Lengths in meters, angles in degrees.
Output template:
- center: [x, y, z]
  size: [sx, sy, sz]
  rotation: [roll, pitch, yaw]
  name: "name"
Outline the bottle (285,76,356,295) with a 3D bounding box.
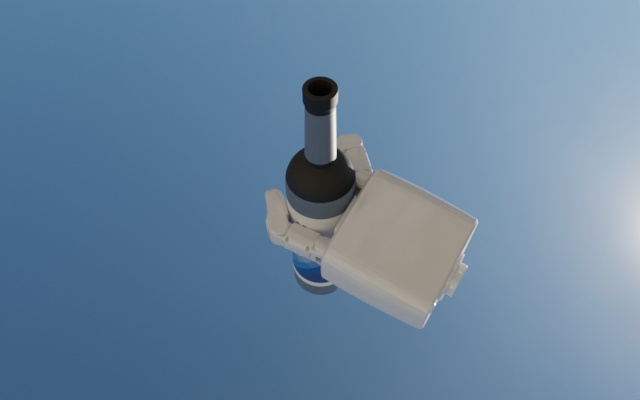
- center: [0.000, 0.002, 0.477]
  size: [0.069, 0.069, 0.296]
  rotation: [0, -36, 0]
  name: "bottle"
